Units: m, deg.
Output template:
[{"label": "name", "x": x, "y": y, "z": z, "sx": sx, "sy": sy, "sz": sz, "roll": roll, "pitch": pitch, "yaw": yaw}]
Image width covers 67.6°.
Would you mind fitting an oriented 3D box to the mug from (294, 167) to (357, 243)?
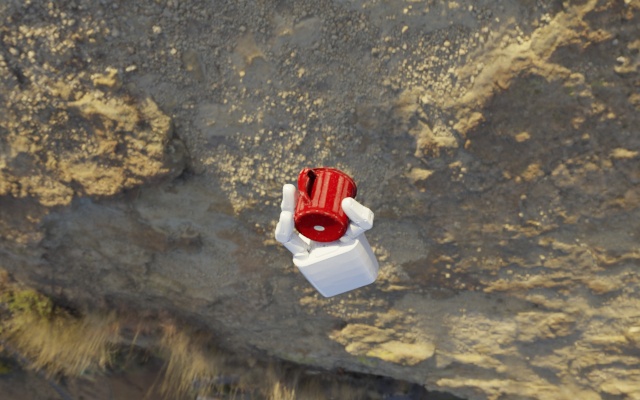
[{"label": "mug", "x": 0.000, "y": 0.002, "z": 0.719, "sx": 0.093, "sy": 0.081, "sz": 0.117, "roll": -11, "pitch": -45, "yaw": 25}]
